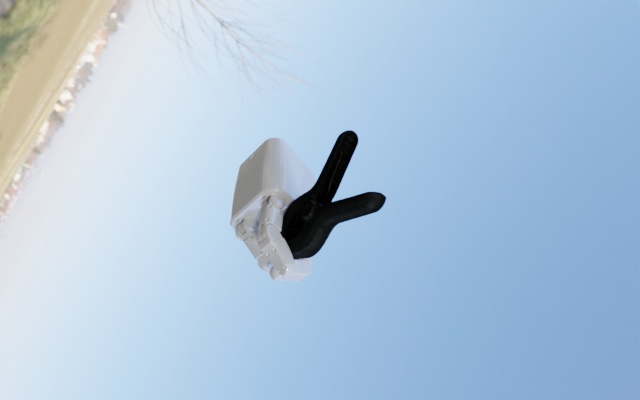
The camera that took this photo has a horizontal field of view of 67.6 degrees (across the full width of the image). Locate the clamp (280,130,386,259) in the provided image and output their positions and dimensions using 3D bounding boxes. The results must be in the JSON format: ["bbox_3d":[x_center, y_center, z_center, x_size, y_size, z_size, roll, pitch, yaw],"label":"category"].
[{"bbox_3d":[0.000,0.002,0.545,0.039,0.120,0.171,30,-53,-30],"label":"clamp"}]
